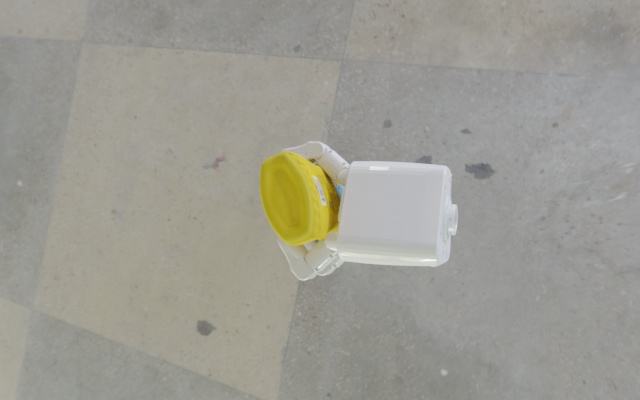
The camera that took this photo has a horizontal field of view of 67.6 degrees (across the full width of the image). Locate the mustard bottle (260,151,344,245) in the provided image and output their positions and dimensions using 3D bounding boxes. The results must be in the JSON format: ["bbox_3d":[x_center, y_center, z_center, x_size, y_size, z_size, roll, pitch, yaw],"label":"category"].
[{"bbox_3d":[0.000,0.002,0.568,0.058,0.096,0.191,-23,-11,20],"label":"mustard bottle"}]
